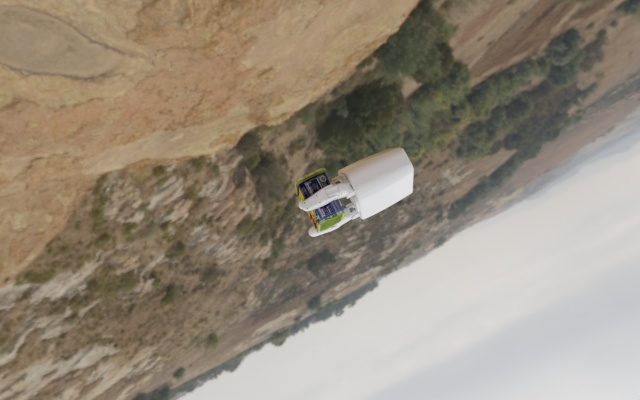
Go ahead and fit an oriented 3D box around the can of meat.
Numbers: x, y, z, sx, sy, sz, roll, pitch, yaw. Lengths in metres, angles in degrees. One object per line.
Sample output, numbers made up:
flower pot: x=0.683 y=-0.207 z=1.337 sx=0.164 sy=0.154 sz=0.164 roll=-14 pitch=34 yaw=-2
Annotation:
can of meat: x=0.000 y=0.003 z=0.820 sx=0.057 sy=0.084 sz=0.102 roll=-26 pitch=-11 yaw=-7
